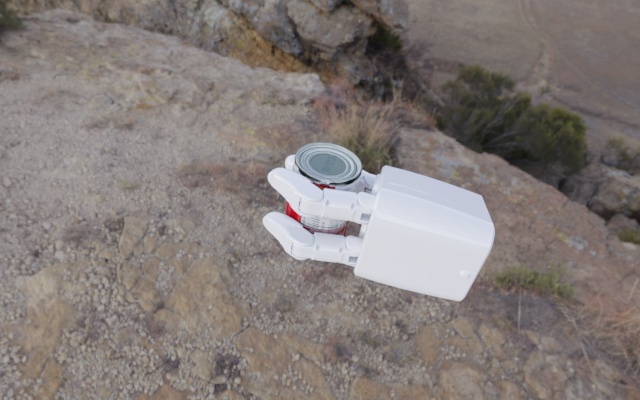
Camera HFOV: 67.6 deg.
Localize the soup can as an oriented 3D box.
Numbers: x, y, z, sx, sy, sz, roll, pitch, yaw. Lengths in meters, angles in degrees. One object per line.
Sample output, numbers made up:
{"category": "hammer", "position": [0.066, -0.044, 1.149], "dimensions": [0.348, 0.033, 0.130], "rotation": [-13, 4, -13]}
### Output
{"category": "soup can", "position": [0.000, 0.001, 0.484], "dimensions": [0.068, 0.102, 0.068], "rotation": [7, 39, -6]}
